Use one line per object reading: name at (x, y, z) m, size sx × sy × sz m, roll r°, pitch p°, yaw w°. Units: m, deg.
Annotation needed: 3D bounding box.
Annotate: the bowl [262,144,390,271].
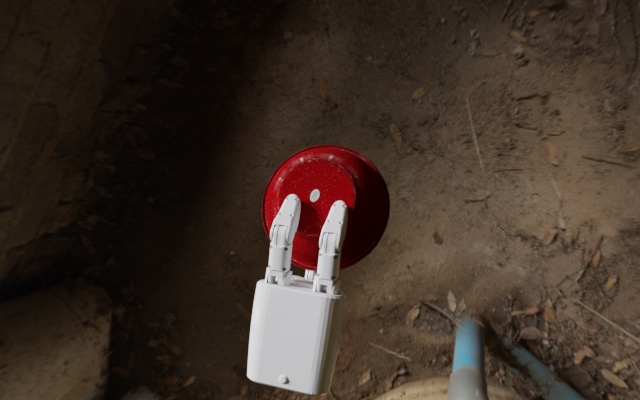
bowl at (0.000, 0.000, 0.567) m, size 0.162 × 0.162 × 0.055 m, roll 0°, pitch -13°, yaw 11°
